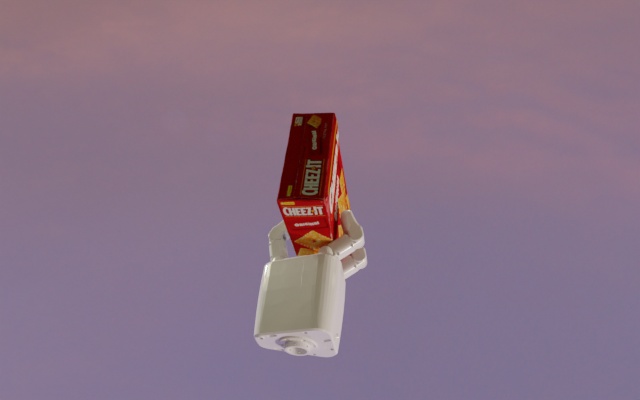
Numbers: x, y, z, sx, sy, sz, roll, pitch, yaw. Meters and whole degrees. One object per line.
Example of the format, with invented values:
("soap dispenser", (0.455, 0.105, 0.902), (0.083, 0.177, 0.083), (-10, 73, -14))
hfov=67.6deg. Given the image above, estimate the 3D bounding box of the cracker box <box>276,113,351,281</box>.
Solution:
("cracker box", (0.000, 0.002, 0.713), (0.072, 0.164, 0.214), (-1, -38, 9))
